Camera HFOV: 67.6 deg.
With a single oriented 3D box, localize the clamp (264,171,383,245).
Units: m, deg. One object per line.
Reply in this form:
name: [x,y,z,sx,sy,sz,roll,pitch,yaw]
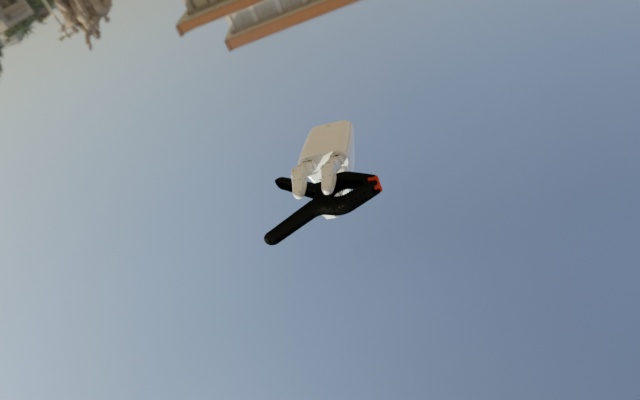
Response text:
clamp: [0.001,0.003,0.819,0.210,0.164,0.036,-9,-48,21]
